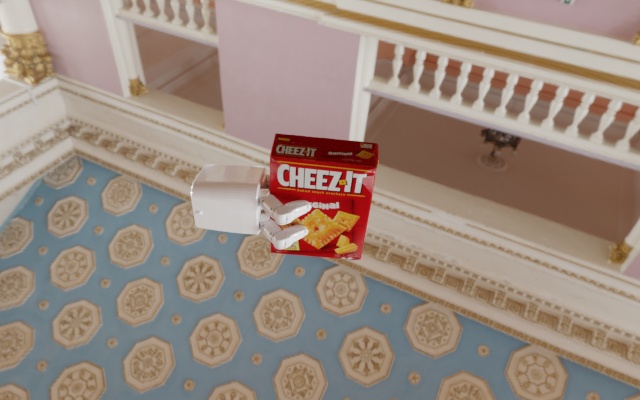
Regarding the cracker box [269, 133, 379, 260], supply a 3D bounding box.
[{"bbox_3d":[0.000,0.003,0.791,0.164,0.214,0.072,5,42,1],"label":"cracker box"}]
